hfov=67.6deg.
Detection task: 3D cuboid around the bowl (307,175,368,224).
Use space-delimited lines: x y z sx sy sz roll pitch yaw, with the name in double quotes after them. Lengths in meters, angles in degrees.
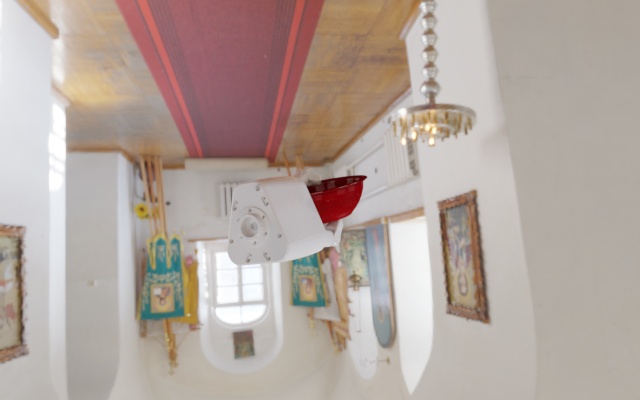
0.001 0.003 0.761 0.162 0.055 0.162 -12 8 2 "bowl"
